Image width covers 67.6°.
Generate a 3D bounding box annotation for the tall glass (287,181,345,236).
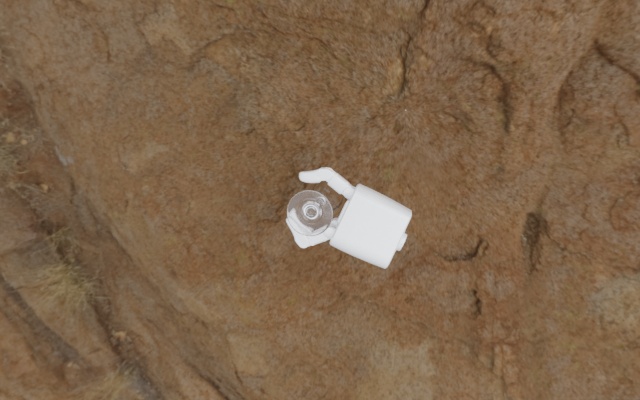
[{"bbox_3d":[0.000,0.003,0.851,0.079,0.079,0.201,0,11,10],"label":"tall glass"}]
